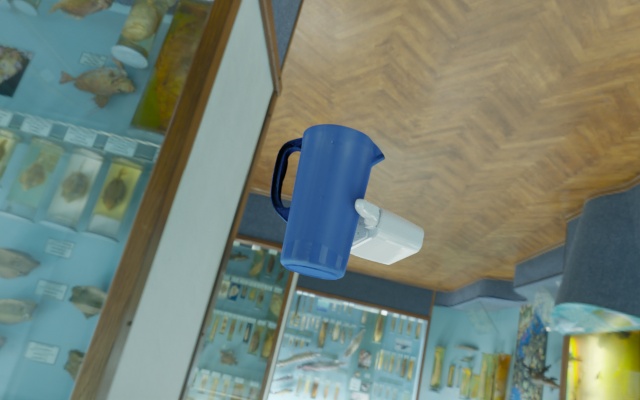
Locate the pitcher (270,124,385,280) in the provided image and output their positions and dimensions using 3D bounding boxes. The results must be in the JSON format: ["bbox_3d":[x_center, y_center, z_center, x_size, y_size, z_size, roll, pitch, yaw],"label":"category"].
[{"bbox_3d":[0.000,0.003,0.811,0.145,0.242,0.149,23,-19,-29],"label":"pitcher"}]
